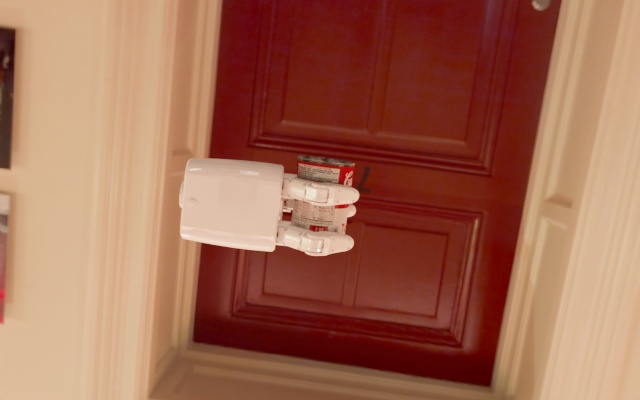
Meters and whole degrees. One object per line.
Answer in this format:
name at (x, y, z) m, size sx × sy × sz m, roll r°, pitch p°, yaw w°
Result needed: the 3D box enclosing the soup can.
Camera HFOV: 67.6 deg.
soup can at (0.001, 0.002, 0.562) m, size 0.068 × 0.102 × 0.068 m, roll 7°, pitch 8°, yaw -1°
